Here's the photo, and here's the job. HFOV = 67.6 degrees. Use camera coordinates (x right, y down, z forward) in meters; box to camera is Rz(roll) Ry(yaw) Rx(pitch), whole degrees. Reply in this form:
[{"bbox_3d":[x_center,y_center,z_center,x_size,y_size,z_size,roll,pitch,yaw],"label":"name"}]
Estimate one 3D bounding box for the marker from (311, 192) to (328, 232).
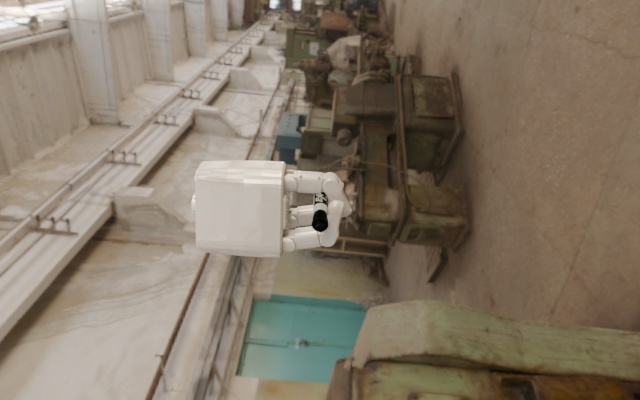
[{"bbox_3d":[0.000,0.002,0.577,0.020,0.020,0.121,0,28,1],"label":"marker"}]
